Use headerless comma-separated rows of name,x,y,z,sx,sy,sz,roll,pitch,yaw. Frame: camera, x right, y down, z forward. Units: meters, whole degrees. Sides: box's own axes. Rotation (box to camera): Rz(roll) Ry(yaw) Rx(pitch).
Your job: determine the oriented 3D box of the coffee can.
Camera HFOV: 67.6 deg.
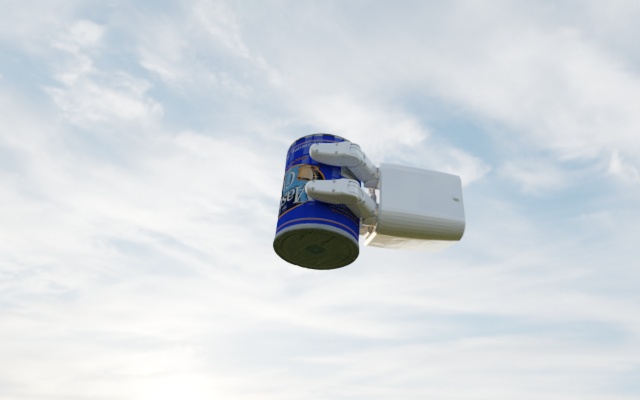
coffee can,0.000,0.002,0.598,0.103,0.140,0.103,4,-34,3
